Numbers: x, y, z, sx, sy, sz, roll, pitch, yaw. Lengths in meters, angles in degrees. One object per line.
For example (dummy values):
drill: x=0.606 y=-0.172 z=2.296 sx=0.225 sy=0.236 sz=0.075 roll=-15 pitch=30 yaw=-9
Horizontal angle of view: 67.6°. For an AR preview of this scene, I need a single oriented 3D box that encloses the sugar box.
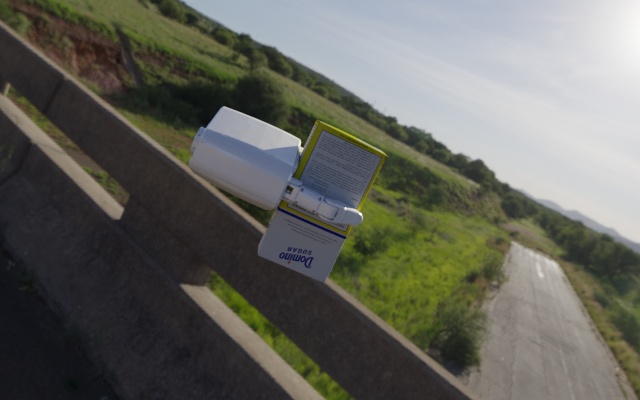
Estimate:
sugar box: x=0.000 y=0.002 z=0.583 sx=0.093 sy=0.176 sz=0.048 roll=25 pitch=11 yaw=-10
